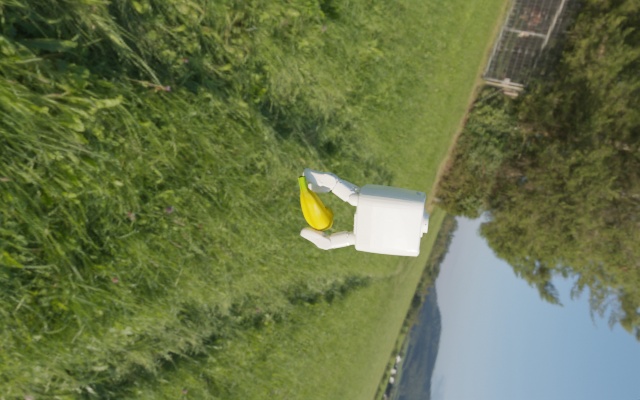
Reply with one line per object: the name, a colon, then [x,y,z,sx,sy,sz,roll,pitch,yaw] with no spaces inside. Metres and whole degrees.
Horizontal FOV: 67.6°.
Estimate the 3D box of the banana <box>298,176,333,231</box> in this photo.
banana: [-0.001,0.020,0.846,0.037,0.069,0.198,-2,-18,11]
